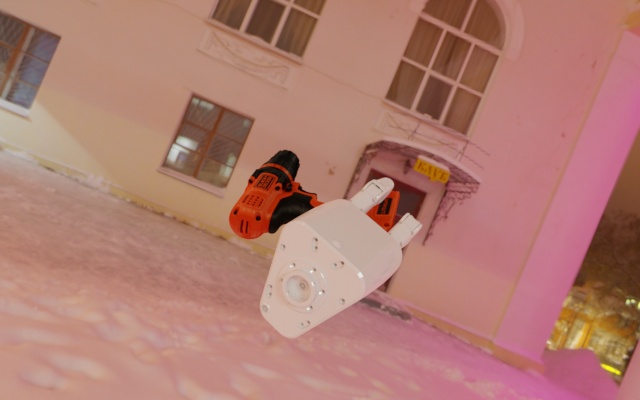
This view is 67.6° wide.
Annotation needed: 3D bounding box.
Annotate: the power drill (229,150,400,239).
[{"bbox_3d":[0.000,0.002,0.597,0.187,0.057,0.184,13,34,7],"label":"power drill"}]
